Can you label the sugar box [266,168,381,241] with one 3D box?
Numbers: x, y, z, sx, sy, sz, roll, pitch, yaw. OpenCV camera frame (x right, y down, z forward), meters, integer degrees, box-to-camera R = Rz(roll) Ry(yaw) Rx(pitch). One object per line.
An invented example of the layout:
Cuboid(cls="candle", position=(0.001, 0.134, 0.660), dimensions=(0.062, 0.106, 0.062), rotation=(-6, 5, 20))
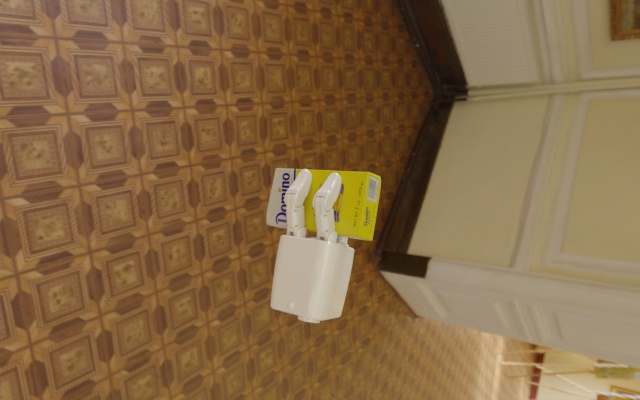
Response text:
Cuboid(cls="sugar box", position=(0.000, 0.002, 0.708), dimensions=(0.176, 0.093, 0.048), rotation=(5, -9, 36))
